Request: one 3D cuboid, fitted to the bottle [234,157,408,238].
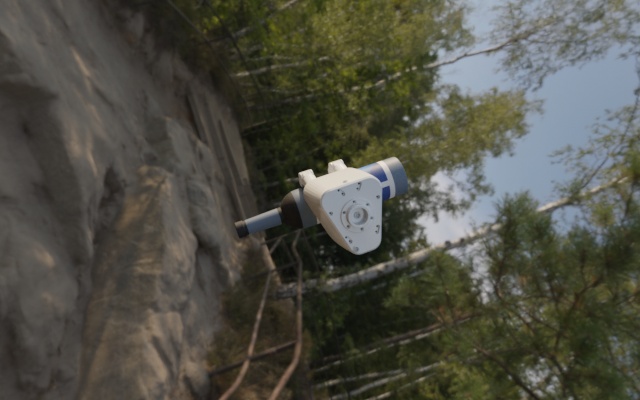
[{"bbox_3d":[0.000,0.003,0.807,0.295,0.069,0.069,-19,3,-10],"label":"bottle"}]
